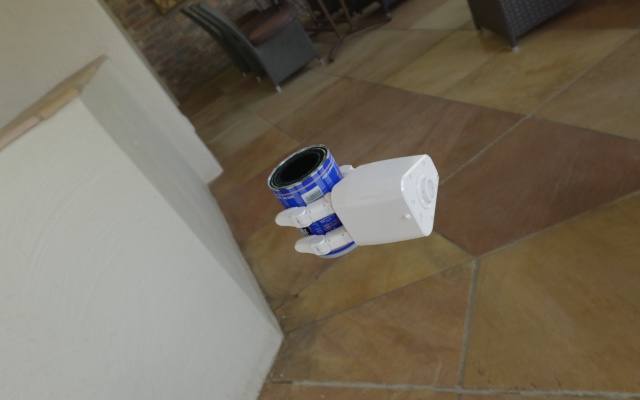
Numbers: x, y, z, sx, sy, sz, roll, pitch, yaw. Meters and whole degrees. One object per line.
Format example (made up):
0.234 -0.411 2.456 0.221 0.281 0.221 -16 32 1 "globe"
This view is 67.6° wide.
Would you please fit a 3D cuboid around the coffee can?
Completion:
0.000 0.002 0.718 0.103 0.140 0.102 -25 29 15 "coffee can"
